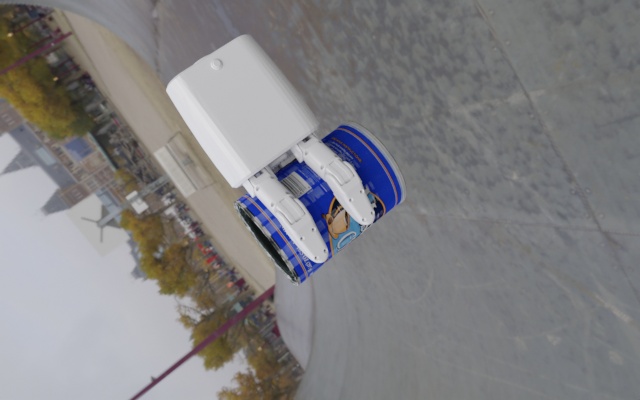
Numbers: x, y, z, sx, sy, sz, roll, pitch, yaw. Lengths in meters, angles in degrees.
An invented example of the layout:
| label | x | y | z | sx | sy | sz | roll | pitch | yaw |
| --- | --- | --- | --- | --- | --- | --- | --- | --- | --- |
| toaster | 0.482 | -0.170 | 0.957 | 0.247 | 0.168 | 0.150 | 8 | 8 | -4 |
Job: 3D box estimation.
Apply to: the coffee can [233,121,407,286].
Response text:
| label | x | y | z | sx | sy | sz | roll | pitch | yaw |
| --- | --- | --- | --- | --- | --- | --- | --- | --- | --- |
| coffee can | 0.000 | 0.002 | 0.478 | 0.140 | 0.103 | 0.103 | -38 | 11 | -14 |
